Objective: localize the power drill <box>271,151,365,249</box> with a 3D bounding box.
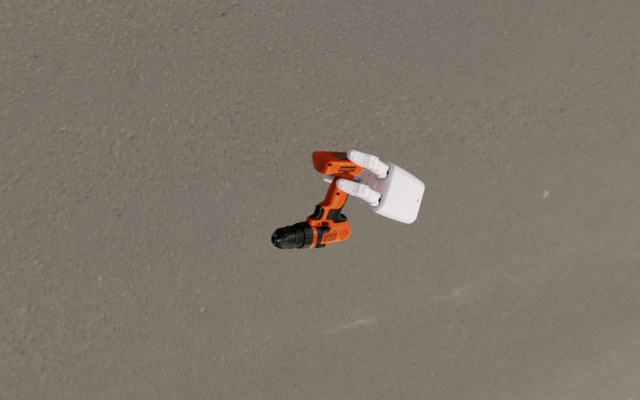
[{"bbox_3d":[0.000,0.003,0.889,0.184,0.188,0.057,-6,32,-44],"label":"power drill"}]
